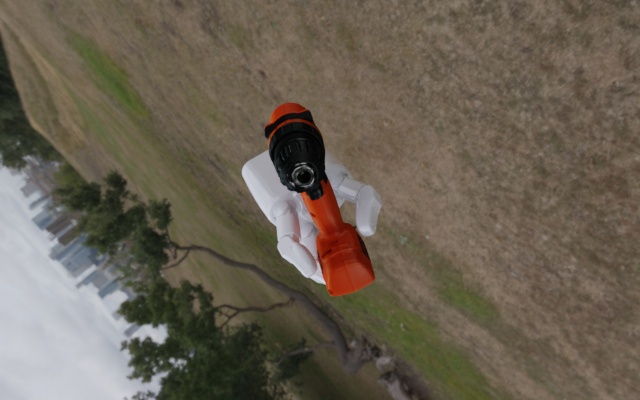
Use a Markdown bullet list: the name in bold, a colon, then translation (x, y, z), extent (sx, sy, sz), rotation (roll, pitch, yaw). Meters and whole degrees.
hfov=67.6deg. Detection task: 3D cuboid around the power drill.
- **power drill**: translation (0.000, 0.002, 0.484), extent (0.057, 0.188, 0.184), rotation (-19, 25, 3)
